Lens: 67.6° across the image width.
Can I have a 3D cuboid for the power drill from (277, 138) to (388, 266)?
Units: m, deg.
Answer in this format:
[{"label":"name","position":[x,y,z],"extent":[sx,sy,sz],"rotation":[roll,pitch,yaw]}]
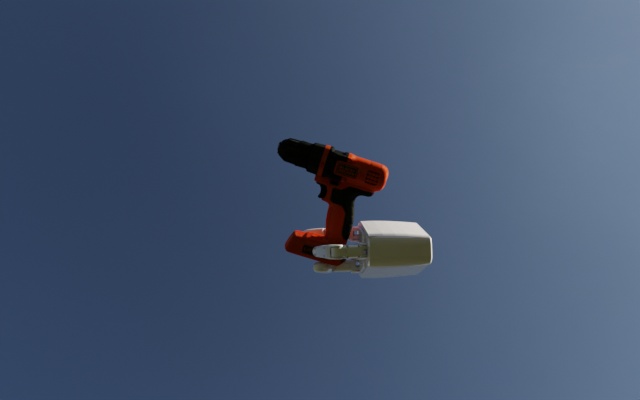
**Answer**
[{"label":"power drill","position":[0.000,0.003,0.790],"extent":[0.184,0.188,0.057],"rotation":[17,15,3]}]
